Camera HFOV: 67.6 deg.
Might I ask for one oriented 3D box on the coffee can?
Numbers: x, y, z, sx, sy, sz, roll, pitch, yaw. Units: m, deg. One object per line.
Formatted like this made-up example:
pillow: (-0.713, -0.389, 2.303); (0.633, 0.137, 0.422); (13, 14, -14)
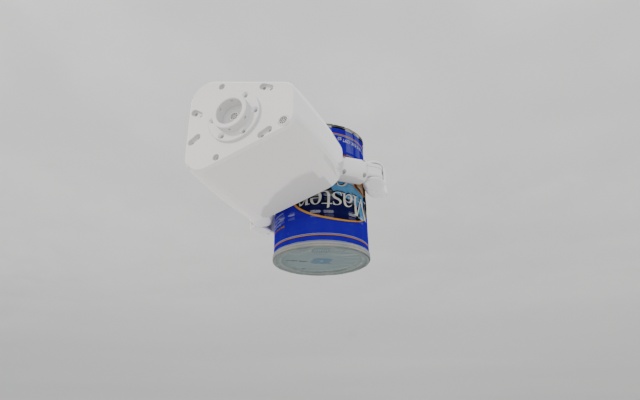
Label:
coffee can: (0.000, 0.002, 0.529); (0.103, 0.140, 0.103); (-1, -24, 0)
